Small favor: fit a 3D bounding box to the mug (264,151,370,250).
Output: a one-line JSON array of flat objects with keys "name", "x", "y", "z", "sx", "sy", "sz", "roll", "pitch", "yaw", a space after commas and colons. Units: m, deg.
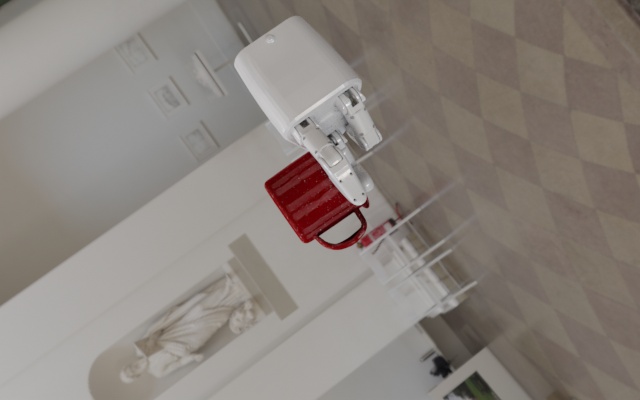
[{"name": "mug", "x": 0.001, "y": 0.003, "z": 0.512, "sx": 0.081, "sy": 0.117, "sz": 0.093, "roll": -35, "pitch": -17, "yaw": -6}]
